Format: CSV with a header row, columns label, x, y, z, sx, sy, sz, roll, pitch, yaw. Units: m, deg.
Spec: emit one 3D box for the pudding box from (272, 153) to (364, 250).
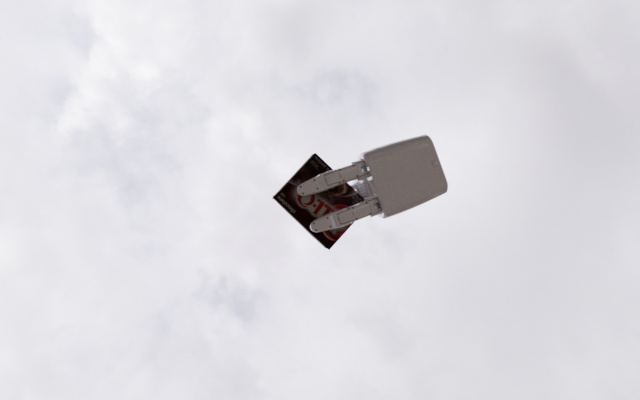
label,x,y,z,sx,sy,sz,roll,pitch,yaw
pudding box,0.000,0.002,0.694,0.113,0.090,0.039,43,-9,-4
